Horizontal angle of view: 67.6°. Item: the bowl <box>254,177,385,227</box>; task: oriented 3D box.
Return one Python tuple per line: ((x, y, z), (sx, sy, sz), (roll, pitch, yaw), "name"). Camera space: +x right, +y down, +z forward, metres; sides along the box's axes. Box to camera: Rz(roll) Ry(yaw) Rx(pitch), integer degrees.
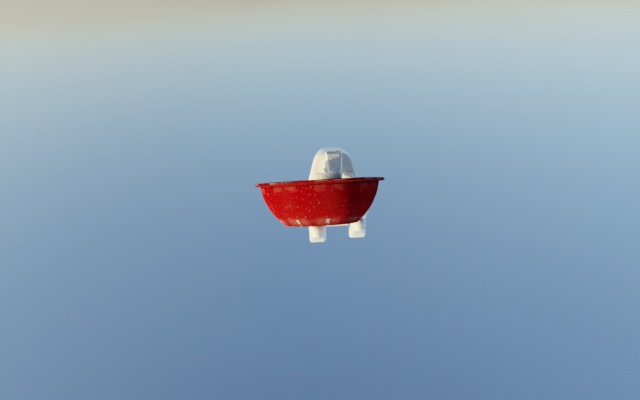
((0.000, 0.002, 0.595), (0.162, 0.055, 0.162), (-3, 1, 0), "bowl")
